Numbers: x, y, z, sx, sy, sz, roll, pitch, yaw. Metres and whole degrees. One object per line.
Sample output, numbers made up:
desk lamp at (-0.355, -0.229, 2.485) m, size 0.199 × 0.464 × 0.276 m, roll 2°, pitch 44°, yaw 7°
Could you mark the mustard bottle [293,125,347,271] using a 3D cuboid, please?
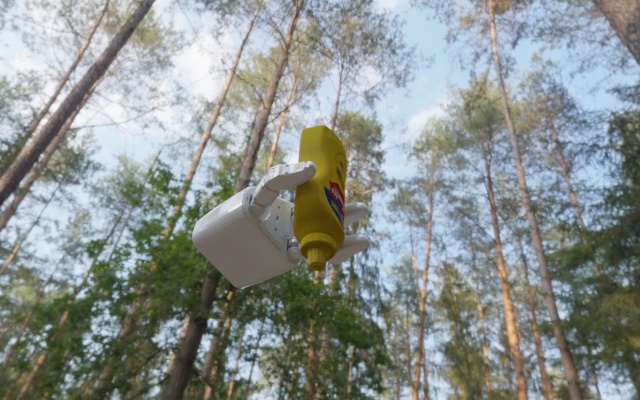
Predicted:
mustard bottle at (0.000, 0.002, 0.585) m, size 0.058 × 0.191 × 0.096 m, roll -9°, pitch -43°, yaw 14°
